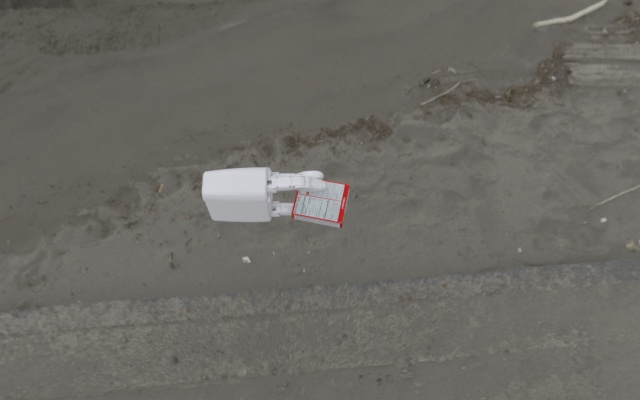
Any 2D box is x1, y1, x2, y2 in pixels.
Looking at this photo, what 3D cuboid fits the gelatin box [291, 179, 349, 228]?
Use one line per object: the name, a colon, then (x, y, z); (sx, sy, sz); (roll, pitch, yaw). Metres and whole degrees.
gelatin box: (0.000, 0.003, 0.822); (0.089, 0.073, 0.030); (10, -22, 6)
